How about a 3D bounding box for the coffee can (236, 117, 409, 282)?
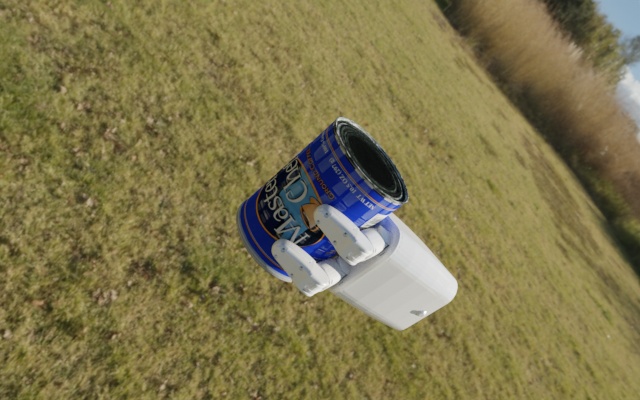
[{"bbox_3d":[0.000,0.001,0.473,0.140,0.102,0.103,-39,-19,24],"label":"coffee can"}]
